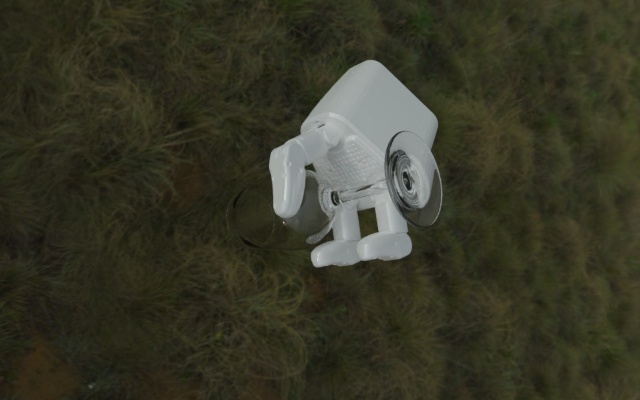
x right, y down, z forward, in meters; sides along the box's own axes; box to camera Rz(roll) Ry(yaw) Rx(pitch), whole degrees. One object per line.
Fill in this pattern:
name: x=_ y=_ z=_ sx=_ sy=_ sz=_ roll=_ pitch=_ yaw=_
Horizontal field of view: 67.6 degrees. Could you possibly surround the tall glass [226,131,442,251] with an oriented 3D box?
tall glass: x=0.000 y=0.001 z=0.422 sx=0.201 sy=0.079 sz=0.079 roll=-14 pitch=-10 yaw=42
